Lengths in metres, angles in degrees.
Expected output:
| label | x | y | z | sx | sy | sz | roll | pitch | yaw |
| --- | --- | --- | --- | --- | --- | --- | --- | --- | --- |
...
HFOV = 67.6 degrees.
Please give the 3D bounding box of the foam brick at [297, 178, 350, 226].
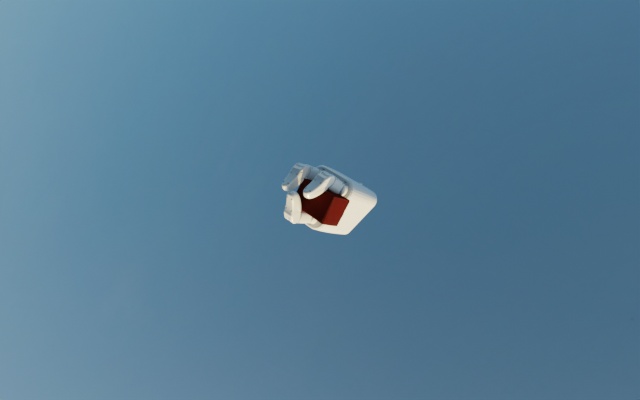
| label | x | y | z | sx | sy | sz | roll | pitch | yaw |
| --- | --- | --- | --- | --- | --- | --- | --- | --- | --- |
| foam brick | 0.000 | 0.003 | 0.819 | 0.078 | 0.053 | 0.051 | 33 | 10 | 34 |
